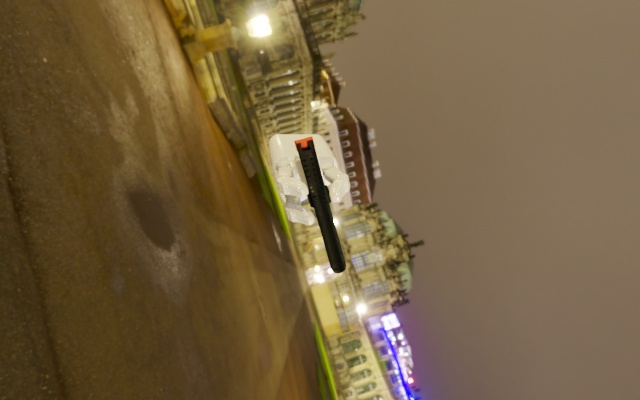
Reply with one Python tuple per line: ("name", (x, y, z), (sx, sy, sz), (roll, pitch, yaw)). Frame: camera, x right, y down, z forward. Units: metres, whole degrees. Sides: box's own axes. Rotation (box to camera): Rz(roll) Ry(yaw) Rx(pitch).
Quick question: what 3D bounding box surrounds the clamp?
("clamp", (0.001, 0.002, 0.762), (0.036, 0.210, 0.164), (-16, 33, -2))
